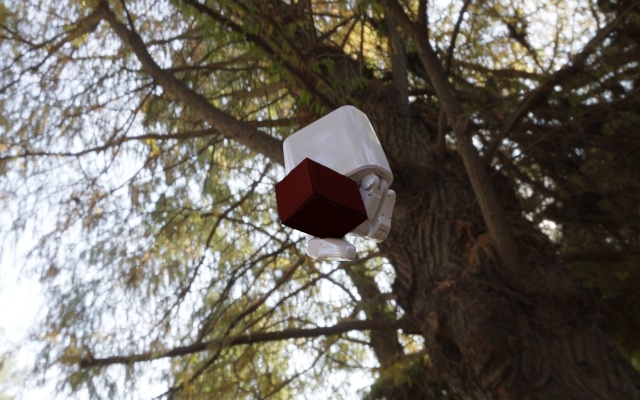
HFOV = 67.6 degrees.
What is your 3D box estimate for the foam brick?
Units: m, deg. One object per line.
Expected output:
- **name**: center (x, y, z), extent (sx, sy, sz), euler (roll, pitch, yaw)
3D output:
- **foam brick**: center (0.000, 0.002, 0.489), extent (0.078, 0.051, 0.053), euler (24, -51, -40)
